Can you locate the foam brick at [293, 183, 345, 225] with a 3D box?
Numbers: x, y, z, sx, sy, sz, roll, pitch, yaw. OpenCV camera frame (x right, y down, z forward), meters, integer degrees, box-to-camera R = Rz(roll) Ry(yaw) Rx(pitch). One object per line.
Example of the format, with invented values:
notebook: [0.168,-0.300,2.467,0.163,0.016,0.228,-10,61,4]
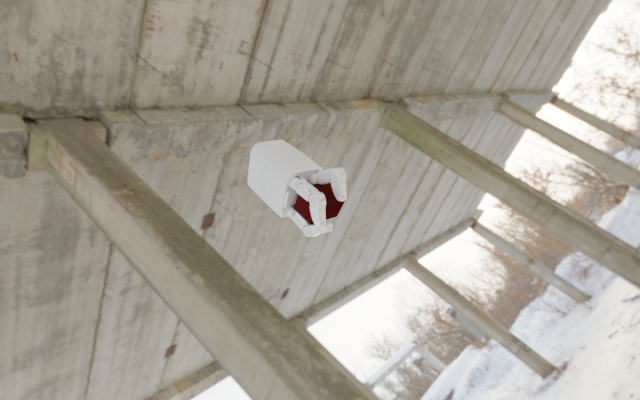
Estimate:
foam brick: [0.000,0.003,0.878,0.051,0.053,0.078,42,32,24]
